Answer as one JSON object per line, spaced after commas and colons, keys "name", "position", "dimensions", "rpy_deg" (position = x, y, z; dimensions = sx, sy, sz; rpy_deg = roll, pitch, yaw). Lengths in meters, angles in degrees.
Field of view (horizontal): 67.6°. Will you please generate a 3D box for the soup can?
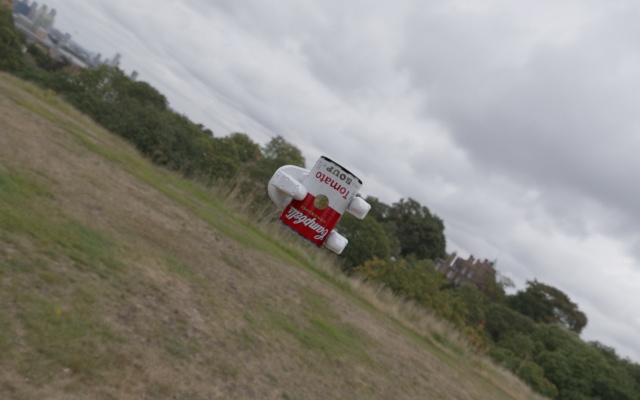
{"name": "soup can", "position": [0.000, 0.002, 0.615], "dimensions": [0.068, 0.102, 0.068], "rpy_deg": [34, -1, 1]}
